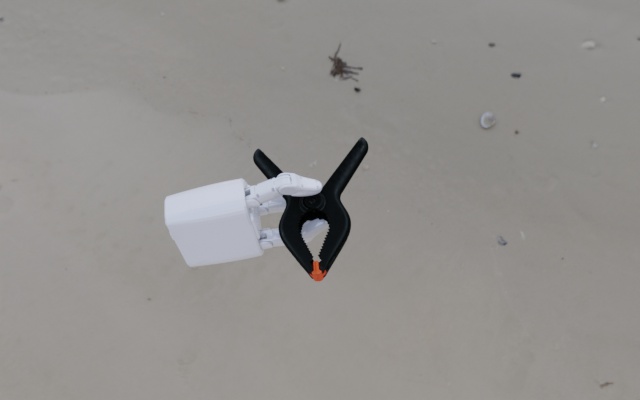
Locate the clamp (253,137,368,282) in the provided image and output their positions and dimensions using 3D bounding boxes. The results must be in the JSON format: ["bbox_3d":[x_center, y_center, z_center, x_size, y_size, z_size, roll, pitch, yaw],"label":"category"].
[{"bbox_3d":[0.000,0.002,0.639,0.164,0.209,0.036,-12,-30,1],"label":"clamp"}]
